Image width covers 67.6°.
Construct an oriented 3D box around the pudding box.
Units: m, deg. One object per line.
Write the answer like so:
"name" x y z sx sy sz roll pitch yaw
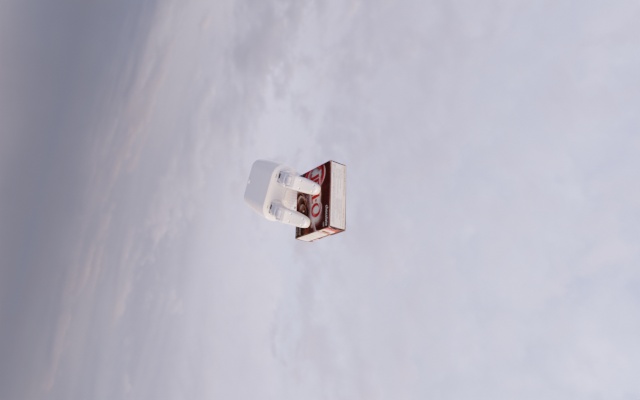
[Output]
"pudding box" 0.000 0.003 0.762 0.039 0.113 0.090 13 -23 -34
